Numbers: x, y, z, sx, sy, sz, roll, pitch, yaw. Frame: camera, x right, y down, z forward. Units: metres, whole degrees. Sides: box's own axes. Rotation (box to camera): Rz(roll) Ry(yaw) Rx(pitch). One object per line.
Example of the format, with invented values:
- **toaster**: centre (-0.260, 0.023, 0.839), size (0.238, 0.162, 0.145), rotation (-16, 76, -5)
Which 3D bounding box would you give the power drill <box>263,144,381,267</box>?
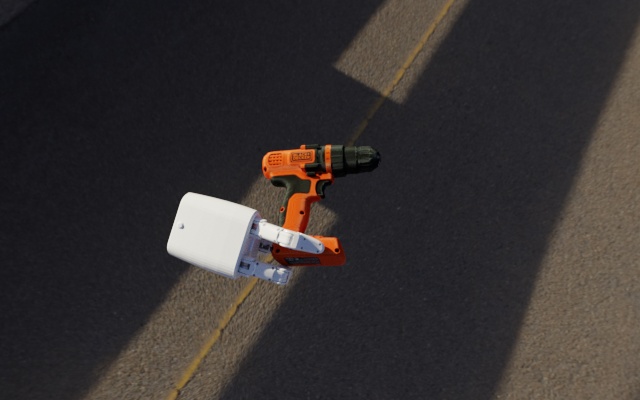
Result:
- **power drill**: centre (0.000, 0.003, 0.714), size (0.184, 0.187, 0.057), rotation (-4, -27, 11)
